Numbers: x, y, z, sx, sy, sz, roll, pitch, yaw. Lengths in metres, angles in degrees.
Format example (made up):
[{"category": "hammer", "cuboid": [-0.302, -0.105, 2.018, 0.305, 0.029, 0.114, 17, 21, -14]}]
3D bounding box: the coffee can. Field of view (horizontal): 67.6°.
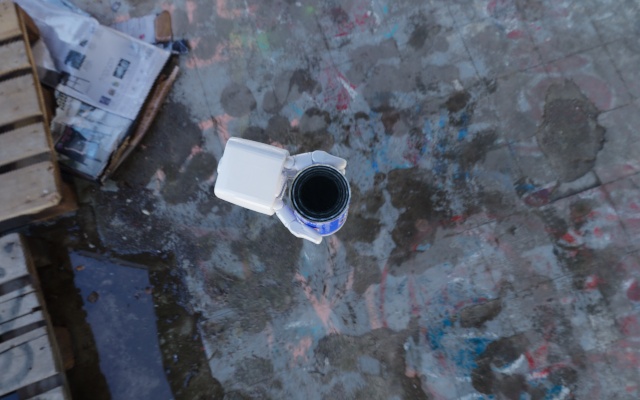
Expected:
[{"category": "coffee can", "cuboid": [0.000, 0.003, 0.852, 0.103, 0.102, 0.140, 0, -13, 1]}]
